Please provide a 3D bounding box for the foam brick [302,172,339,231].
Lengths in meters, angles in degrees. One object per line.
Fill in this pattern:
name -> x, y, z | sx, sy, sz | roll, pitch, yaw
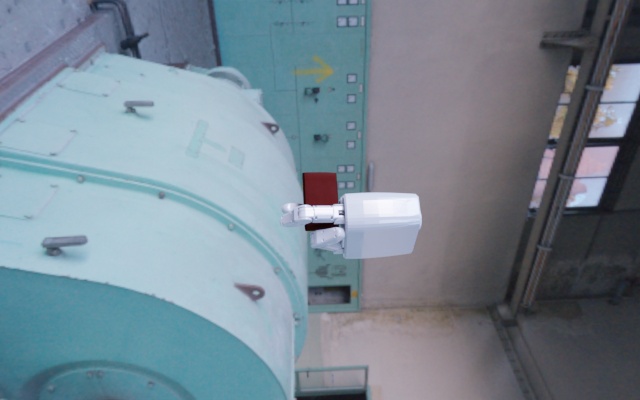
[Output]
foam brick -> 0.000, 0.002, 0.716 | 0.051, 0.078, 0.053 | -3, -19, -1
